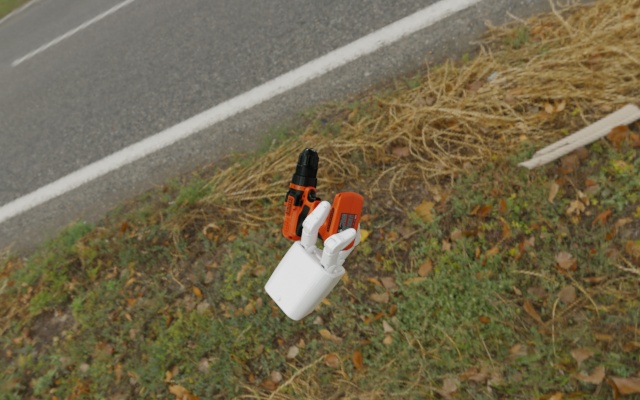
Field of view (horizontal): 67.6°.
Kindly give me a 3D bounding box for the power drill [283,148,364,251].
[{"bbox_3d":[0.000,0.003,0.884,0.057,0.184,0.187,5,10,-33],"label":"power drill"}]
